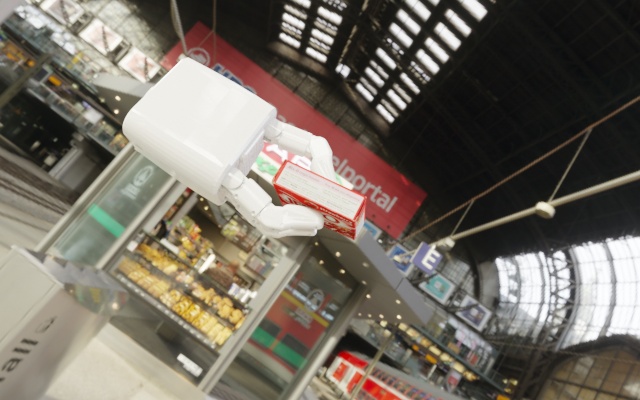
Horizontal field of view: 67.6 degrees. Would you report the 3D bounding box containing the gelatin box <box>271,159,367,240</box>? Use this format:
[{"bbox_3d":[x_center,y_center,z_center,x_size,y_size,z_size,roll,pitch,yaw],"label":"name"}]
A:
[{"bbox_3d":[0.001,0.001,0.471,0.089,0.030,0.073,25,-15,11],"label":"gelatin box"}]
